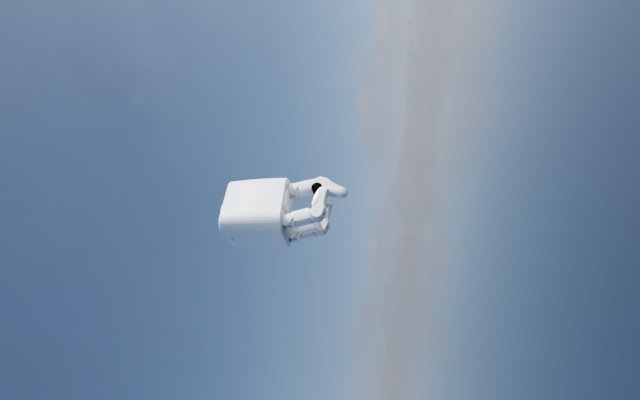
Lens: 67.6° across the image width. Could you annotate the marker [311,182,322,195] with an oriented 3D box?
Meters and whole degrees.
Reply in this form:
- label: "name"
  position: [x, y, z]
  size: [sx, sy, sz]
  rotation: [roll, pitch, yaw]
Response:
- label: "marker"
  position: [0.000, 0.003, 0.844]
  size: [0.020, 0.020, 0.121]
  rotation: [0, -27, 8]
